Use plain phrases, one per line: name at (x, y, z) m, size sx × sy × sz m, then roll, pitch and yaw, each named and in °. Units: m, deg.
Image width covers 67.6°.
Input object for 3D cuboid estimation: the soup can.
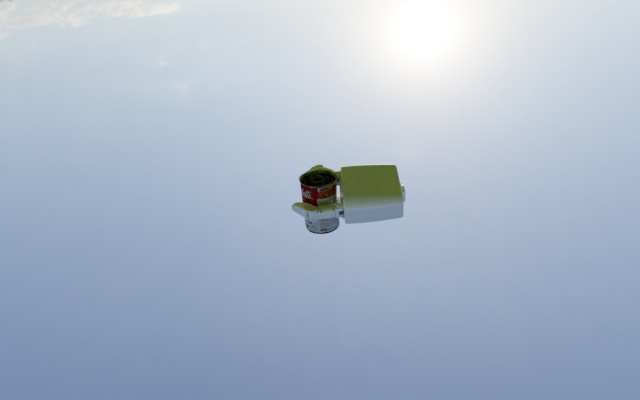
soup can at (0.000, 0.003, 0.893) m, size 0.068 × 0.102 × 0.068 m, roll -4°, pitch 30°, yaw 2°
